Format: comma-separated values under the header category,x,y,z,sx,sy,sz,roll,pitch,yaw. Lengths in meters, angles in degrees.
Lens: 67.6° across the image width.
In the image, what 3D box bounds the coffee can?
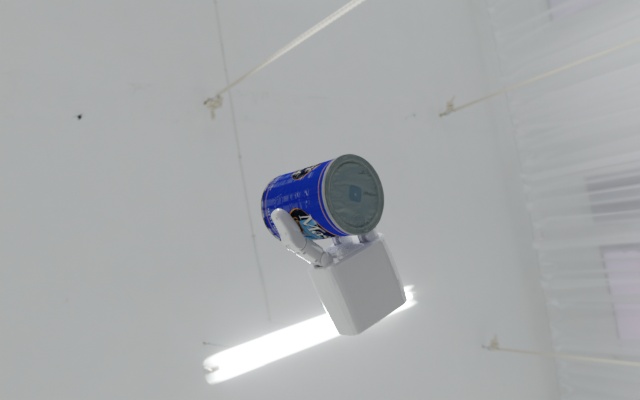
category,x,y,z,sx,sy,sz,roll,pitch,yaw
coffee can,0.000,0.002,0.645,0.103,0.103,0.140,0,-8,-40
